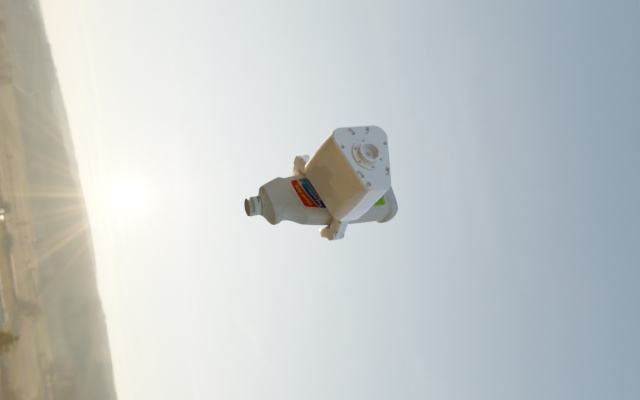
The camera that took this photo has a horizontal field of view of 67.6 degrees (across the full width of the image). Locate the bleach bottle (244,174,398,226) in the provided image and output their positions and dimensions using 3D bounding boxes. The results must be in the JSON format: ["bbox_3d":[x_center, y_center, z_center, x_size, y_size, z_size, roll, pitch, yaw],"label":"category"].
[{"bbox_3d":[0.000,0.002,0.788,0.251,0.102,0.068,-8,-21,-26],"label":"bleach bottle"}]
